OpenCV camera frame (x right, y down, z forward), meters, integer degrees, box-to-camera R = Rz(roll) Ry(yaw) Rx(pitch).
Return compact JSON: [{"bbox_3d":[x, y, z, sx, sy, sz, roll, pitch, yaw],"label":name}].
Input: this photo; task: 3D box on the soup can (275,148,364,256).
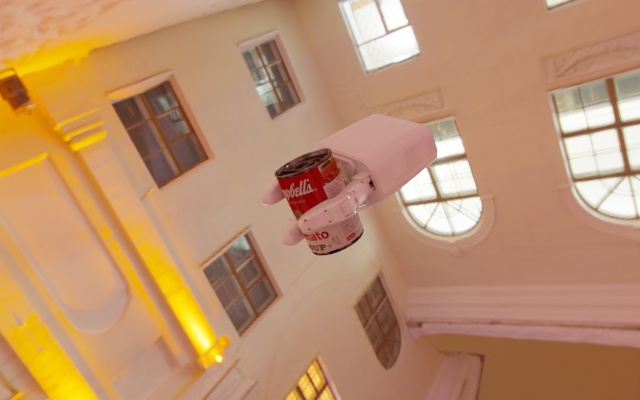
[{"bbox_3d":[0.000,0.002,0.536,0.068,0.102,0.068,-22,18,7],"label":"soup can"}]
